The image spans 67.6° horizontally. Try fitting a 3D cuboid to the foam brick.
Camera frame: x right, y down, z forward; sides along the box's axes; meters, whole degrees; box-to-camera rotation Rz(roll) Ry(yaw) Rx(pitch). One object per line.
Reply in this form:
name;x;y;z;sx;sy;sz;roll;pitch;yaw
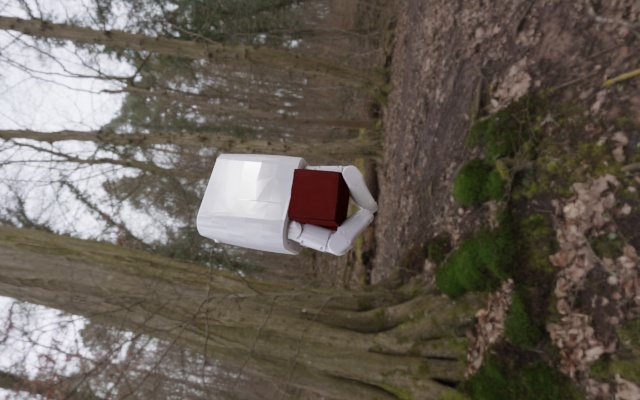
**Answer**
foam brick;0.000;0.002;0.519;0.051;0.053;0.078;6;-12;11
